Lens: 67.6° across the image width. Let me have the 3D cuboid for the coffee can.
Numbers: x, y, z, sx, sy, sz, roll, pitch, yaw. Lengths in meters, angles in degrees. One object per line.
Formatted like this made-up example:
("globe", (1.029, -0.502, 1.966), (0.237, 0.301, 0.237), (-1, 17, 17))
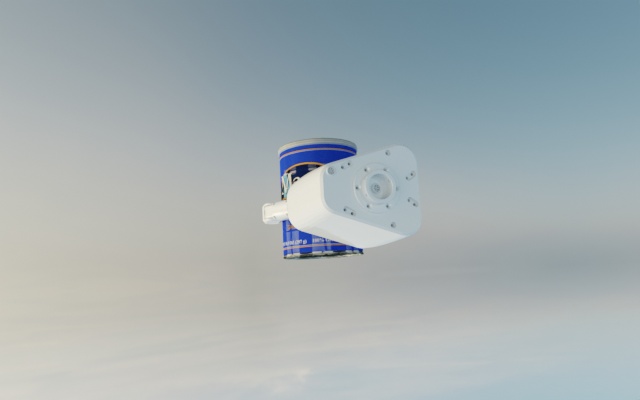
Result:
("coffee can", (0.000, 0.002, 0.611), (0.103, 0.140, 0.103), (-3, -9, 0))
